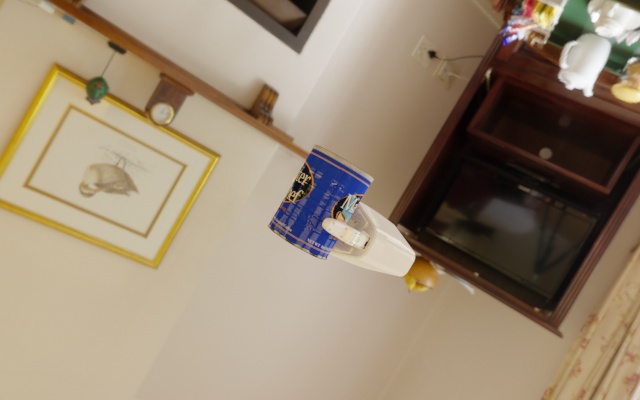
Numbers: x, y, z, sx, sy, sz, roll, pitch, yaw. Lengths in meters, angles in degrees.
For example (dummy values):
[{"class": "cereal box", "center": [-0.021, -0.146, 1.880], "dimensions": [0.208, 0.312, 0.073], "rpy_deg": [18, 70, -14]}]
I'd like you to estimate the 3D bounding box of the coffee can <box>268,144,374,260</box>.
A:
[{"class": "coffee can", "center": [0.000, 0.002, 0.712], "dimensions": [0.103, 0.140, 0.103], "rpy_deg": [30, 2, -1]}]
